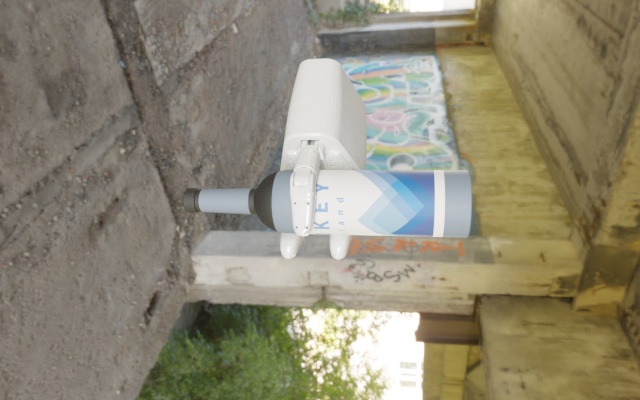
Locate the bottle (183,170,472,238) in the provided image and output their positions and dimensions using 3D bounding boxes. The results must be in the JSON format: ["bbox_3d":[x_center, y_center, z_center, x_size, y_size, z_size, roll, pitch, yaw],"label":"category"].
[{"bbox_3d":[0.000,0.002,0.496,0.296,0.069,0.069,1,0,10],"label":"bottle"}]
